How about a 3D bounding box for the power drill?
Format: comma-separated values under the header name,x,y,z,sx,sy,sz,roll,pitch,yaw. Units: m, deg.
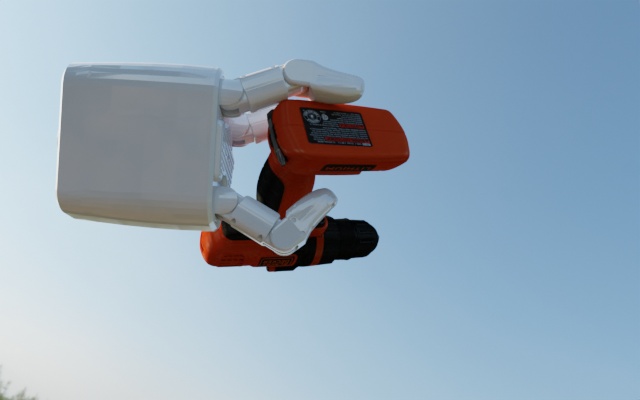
name,x,y,z,sx,sy,sz,roll,pitch,yaw
power drill,0.000,0.001,0.418,0.184,0.057,0.188,-1,-36,-26
